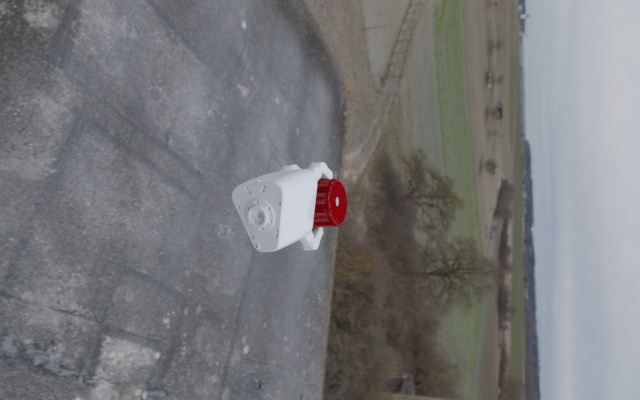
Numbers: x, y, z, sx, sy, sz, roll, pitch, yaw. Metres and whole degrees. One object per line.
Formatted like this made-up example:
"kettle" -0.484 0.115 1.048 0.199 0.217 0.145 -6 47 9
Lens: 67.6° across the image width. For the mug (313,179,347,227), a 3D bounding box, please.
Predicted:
"mug" 0.001 0.002 0.839 0.081 0.093 0.117 -3 12 26
